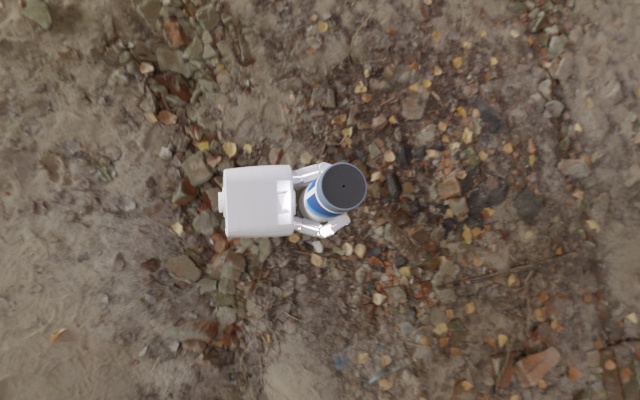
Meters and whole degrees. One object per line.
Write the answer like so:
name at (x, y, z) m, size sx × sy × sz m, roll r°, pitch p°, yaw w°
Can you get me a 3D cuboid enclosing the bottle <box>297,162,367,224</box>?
bottle at (0.000, 0.003, 0.787) m, size 0.069 × 0.069 × 0.296 m, roll 0°, pitch -9°, yaw -13°
